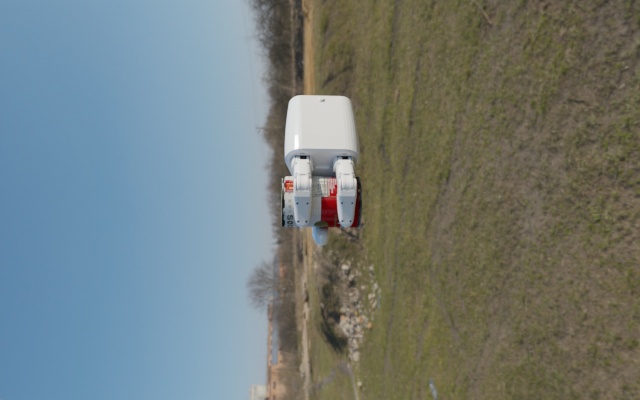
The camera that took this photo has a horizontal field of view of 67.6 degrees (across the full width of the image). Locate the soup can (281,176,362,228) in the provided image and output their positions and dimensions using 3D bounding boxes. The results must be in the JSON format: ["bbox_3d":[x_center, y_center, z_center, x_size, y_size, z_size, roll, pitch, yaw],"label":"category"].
[{"bbox_3d":[0.000,0.003,0.630,0.102,0.068,0.068,0,0,-3],"label":"soup can"}]
